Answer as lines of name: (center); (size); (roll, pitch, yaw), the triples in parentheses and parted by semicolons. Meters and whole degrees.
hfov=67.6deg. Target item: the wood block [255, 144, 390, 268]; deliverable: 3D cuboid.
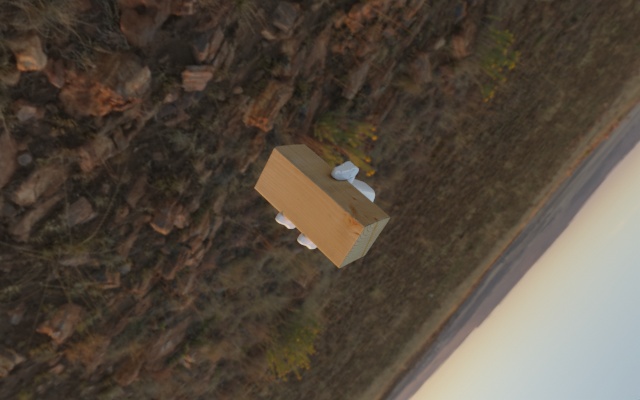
wood block: (0.001, 0.002, 0.800); (0.206, 0.091, 0.090); (41, 28, 21)
